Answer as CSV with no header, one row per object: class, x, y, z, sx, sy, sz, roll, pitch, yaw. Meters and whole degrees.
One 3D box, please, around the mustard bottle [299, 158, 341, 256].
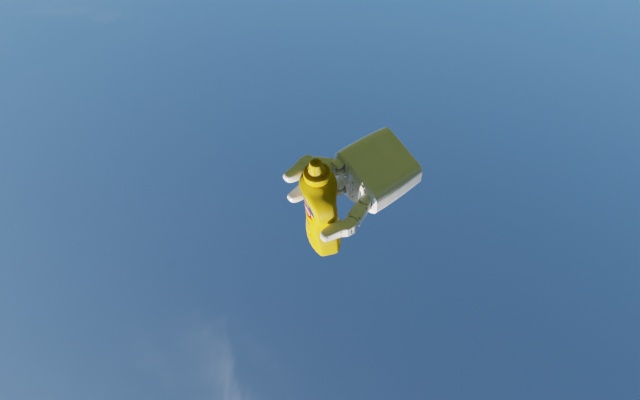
mustard bottle,0.000,0.003,0.769,0.058,0.096,0.192,-11,-37,-4
